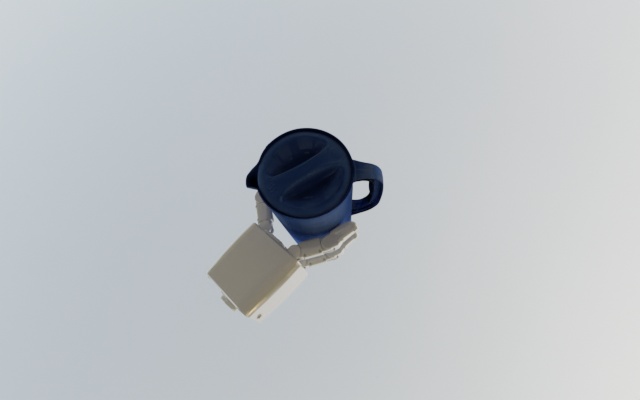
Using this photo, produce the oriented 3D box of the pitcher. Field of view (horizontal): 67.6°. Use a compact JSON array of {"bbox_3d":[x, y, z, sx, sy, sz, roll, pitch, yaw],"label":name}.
[{"bbox_3d":[0.000,0.003,0.736,0.149,0.145,0.243,38,-12,18],"label":"pitcher"}]
